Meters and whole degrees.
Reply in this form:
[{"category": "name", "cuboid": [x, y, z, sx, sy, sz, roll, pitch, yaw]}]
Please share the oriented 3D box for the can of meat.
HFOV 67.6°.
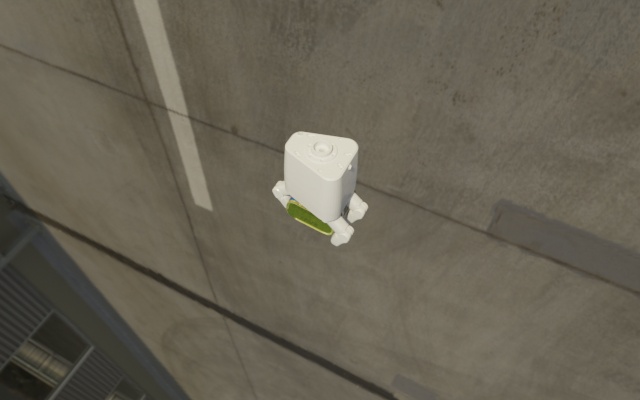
[{"category": "can of meat", "cuboid": [0.000, 0.003, 0.853, 0.102, 0.084, 0.057, 26, -33, 10]}]
